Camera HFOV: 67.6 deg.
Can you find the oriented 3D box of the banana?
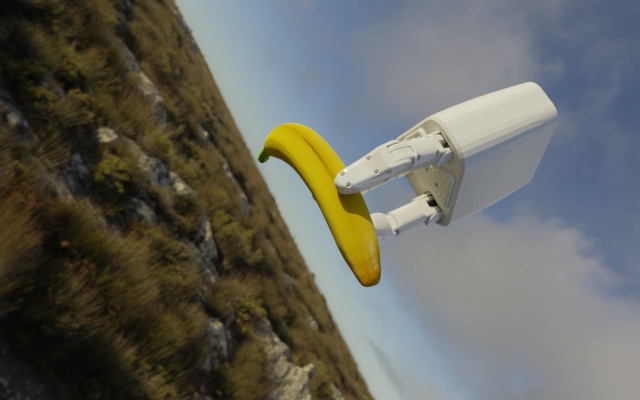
[{"bbox_3d":[-0.001,-0.015,0.411,0.037,0.070,0.197,-19,46,-23],"label":"banana"}]
